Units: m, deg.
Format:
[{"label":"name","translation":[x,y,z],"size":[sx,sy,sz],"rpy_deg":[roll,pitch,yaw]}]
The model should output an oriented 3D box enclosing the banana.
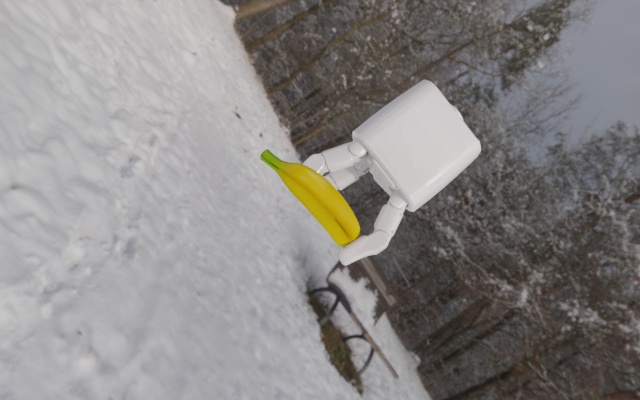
[{"label":"banana","translation":[0.009,0.010,0.521],"size":[0.069,0.037,0.198],"rpy_deg":[45,-4,39]}]
